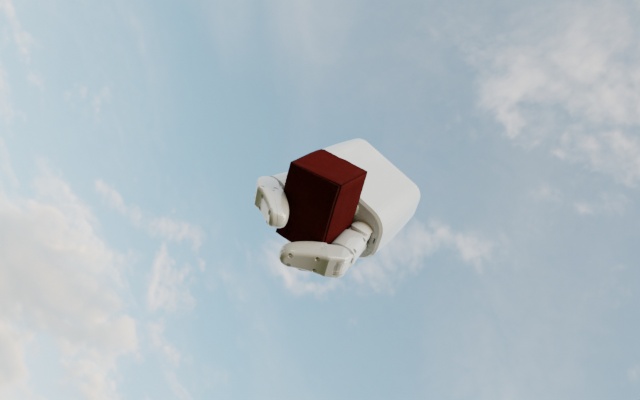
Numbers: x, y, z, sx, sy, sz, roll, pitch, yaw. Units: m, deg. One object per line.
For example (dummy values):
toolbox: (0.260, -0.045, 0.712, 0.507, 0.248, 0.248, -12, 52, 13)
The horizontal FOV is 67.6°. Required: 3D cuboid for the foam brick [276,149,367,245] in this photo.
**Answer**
foam brick: (0.000, 0.001, 0.432, 0.053, 0.078, 0.051, 29, 33, 23)
